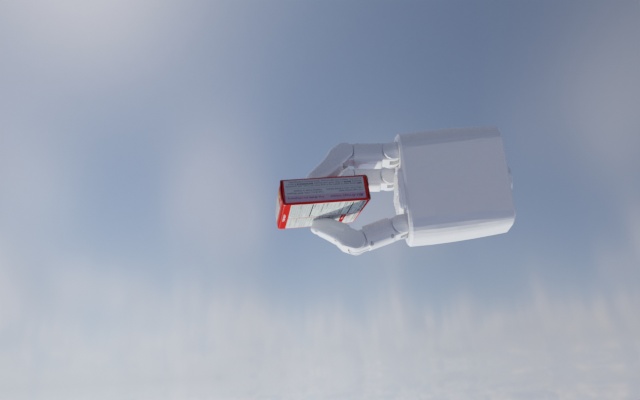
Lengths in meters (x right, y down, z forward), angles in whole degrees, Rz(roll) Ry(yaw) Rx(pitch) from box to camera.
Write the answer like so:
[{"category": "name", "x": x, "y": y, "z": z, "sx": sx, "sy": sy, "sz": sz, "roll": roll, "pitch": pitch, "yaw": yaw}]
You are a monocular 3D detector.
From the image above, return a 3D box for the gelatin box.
[{"category": "gelatin box", "x": 0.000, "y": 0.002, "z": 0.494, "sx": 0.089, "sy": 0.030, "sz": 0.073, "roll": -5, "pitch": -20, "yaw": -11}]
